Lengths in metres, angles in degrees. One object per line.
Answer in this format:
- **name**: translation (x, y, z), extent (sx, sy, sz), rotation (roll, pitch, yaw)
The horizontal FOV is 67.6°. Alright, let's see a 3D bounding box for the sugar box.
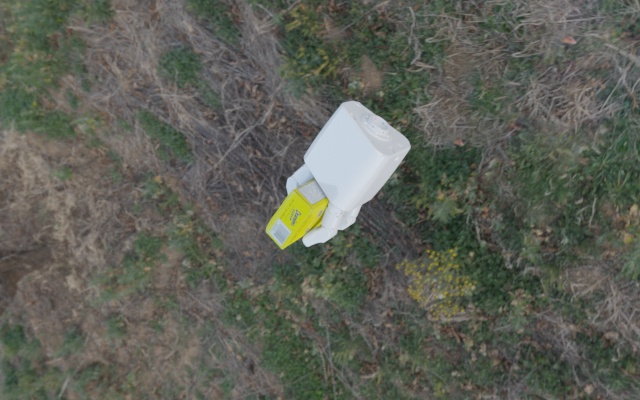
- **sugar box**: translation (0.001, 0.003, 0.727), extent (0.176, 0.048, 0.093), rotation (-26, -21, -51)
